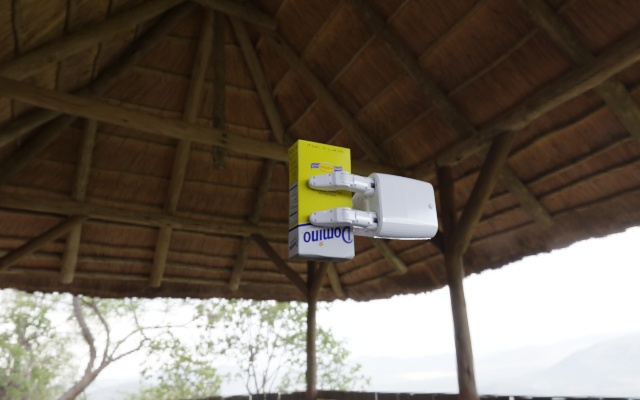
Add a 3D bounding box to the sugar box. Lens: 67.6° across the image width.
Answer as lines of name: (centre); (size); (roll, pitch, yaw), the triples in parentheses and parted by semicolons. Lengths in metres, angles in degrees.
sugar box: (0.000, 0.002, 0.722); (0.093, 0.176, 0.048); (6, -21, -25)
